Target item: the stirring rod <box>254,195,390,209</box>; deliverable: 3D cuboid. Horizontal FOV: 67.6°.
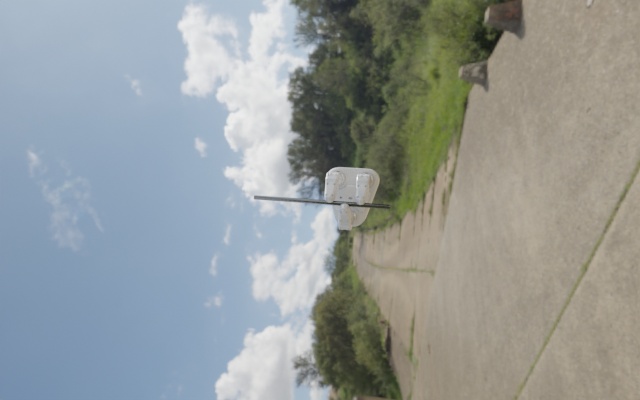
[{"bbox_3d":[0.000,0.003,0.833,0.239,0.011,0.011,4,1,10],"label":"stirring rod"}]
